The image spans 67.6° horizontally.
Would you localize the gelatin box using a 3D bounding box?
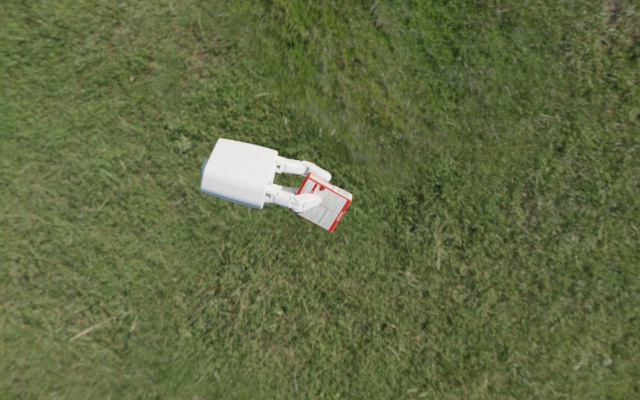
[{"bbox_3d":[0.000,0.003,0.837,0.089,0.073,0.030,28,24,-6],"label":"gelatin box"}]
